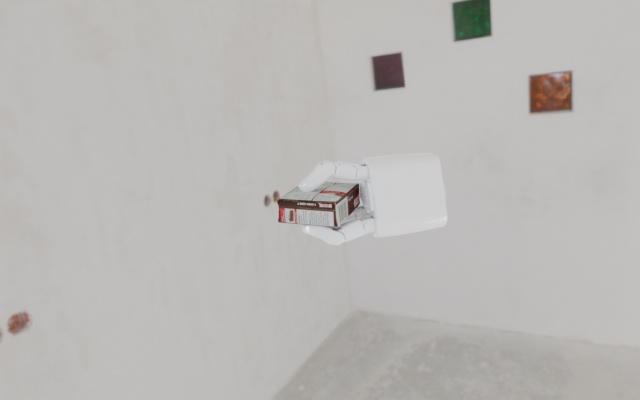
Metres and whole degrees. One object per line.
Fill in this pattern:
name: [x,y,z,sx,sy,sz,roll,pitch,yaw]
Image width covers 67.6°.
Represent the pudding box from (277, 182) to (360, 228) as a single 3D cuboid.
pudding box: [0.000,0.002,0.696,0.090,0.039,0.113,3,15,21]
